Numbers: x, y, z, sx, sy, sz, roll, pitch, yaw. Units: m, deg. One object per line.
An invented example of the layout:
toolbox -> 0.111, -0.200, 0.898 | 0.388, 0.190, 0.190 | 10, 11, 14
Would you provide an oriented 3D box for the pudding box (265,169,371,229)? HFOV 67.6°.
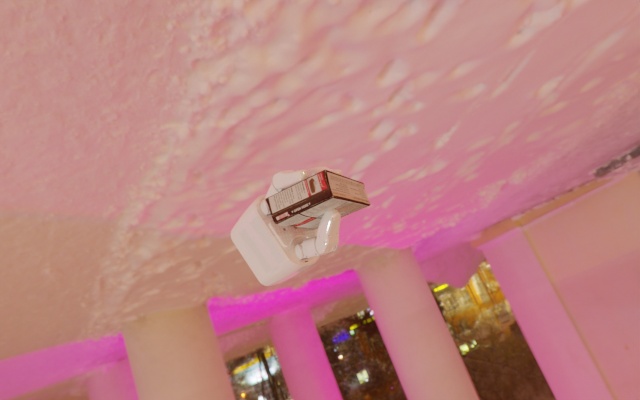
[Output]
pudding box -> 0.000, 0.002, 0.606 | 0.090, 0.039, 0.113 | -26, -16, 24
